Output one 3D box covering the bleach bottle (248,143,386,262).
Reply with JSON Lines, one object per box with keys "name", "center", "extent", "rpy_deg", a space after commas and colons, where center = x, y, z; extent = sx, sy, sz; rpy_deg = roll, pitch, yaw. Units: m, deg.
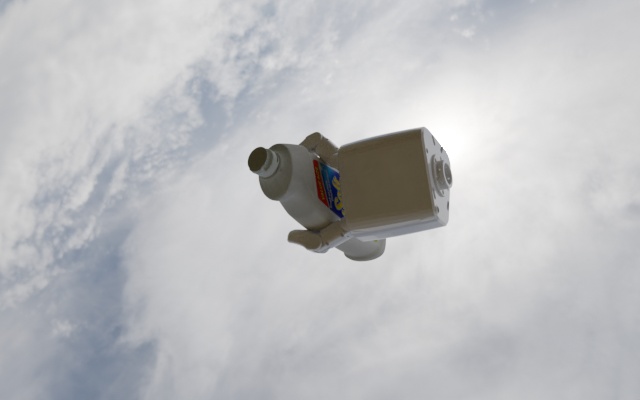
{"name": "bleach bottle", "center": [0.000, 0.002, 0.607], "extent": [0.068, 0.102, 0.251], "rpy_deg": [-11, -24, 31]}
